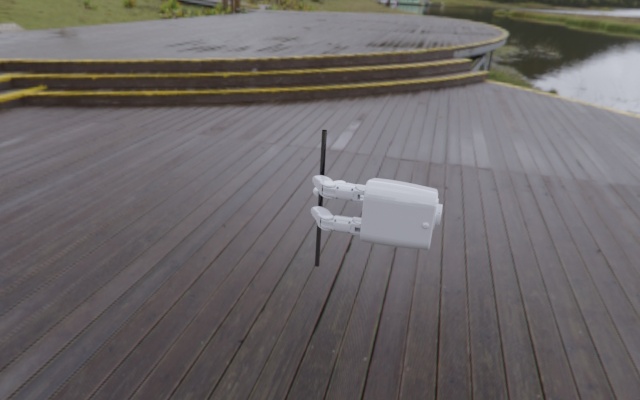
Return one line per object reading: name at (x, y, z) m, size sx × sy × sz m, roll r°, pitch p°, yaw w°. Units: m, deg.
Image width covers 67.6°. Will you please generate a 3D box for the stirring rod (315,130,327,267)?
stirring rod at (0.000, 0.003, 0.782) m, size 0.011 × 0.240 × 0.011 m, roll 3°, pitch 23°, yaw -1°
